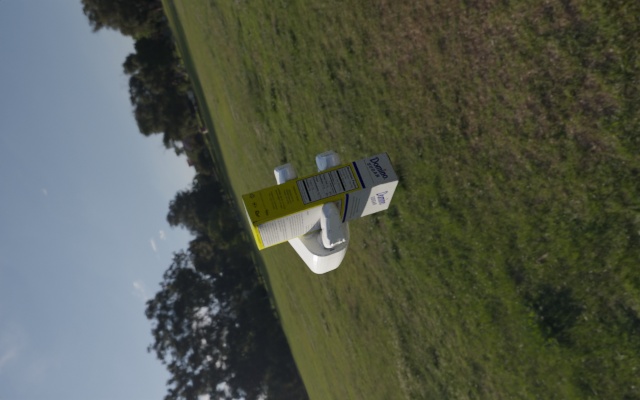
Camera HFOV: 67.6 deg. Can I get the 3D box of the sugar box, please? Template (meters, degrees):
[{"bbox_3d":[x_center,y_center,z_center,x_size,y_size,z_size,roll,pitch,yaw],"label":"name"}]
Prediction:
[{"bbox_3d":[0.000,0.001,0.577,0.176,0.048,0.093,-19,-21,-9],"label":"sugar box"}]
